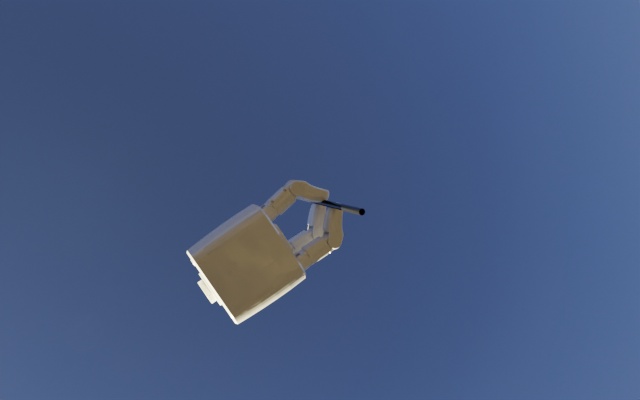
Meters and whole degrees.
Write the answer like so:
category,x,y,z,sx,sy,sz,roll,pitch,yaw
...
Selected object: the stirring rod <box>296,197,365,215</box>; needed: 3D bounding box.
category,x,y,z,sx,sy,sz,roll,pitch,yaw
stirring rod,0.000,0.002,0.651,0.011,0.011,0.239,0,5,-23
